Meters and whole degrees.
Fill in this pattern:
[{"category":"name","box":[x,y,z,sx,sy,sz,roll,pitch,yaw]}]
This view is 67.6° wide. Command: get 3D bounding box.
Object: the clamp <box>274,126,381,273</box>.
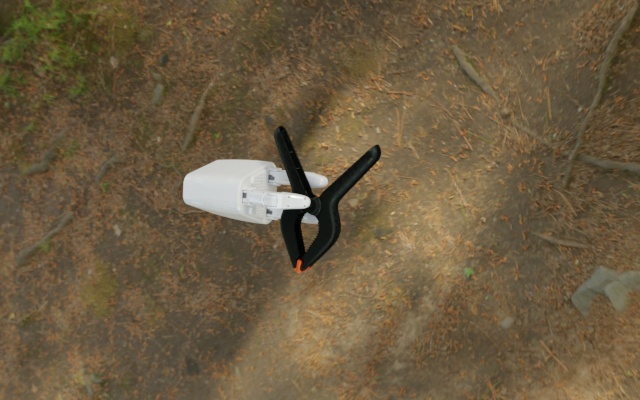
[{"category":"clamp","box":[-0.001,0.003,0.682,0.164,0.210,0.036,7,6,25]}]
